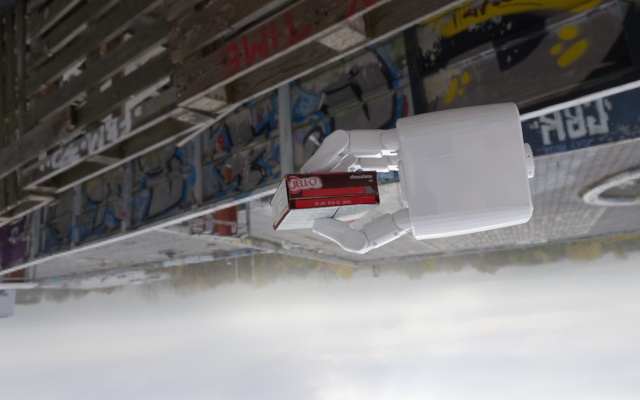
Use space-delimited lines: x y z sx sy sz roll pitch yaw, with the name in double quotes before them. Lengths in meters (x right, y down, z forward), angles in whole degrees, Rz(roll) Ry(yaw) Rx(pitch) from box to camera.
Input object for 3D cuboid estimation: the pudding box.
"pudding box" 0.000 0.002 0.489 0.090 0.039 0.113 -2 -14 -14
